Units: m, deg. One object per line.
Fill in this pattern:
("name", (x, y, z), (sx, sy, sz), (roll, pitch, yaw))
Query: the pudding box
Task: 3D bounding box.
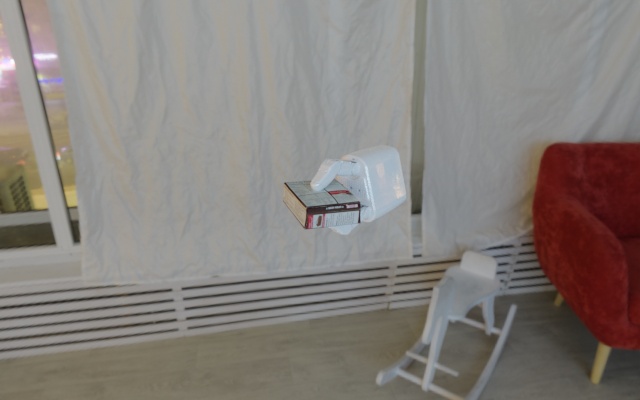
("pudding box", (0.000, 0.002, 0.734), (0.090, 0.039, 0.113), (-6, 22, -19))
